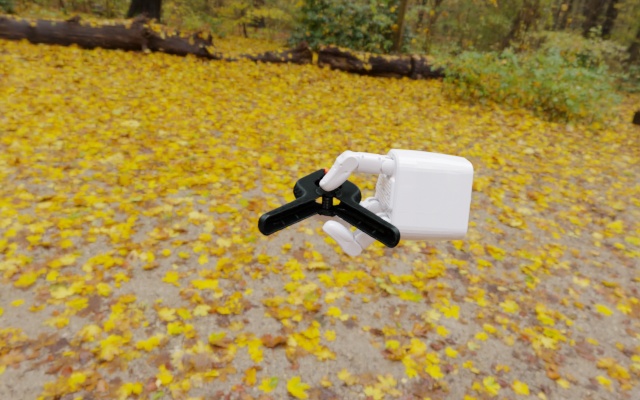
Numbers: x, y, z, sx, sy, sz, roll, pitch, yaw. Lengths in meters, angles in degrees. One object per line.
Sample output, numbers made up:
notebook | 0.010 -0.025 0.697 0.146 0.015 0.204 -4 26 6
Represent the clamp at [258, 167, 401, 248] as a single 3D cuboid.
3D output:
clamp | 0.000 0.001 0.627 0.164 0.036 0.210 4 22 -10
